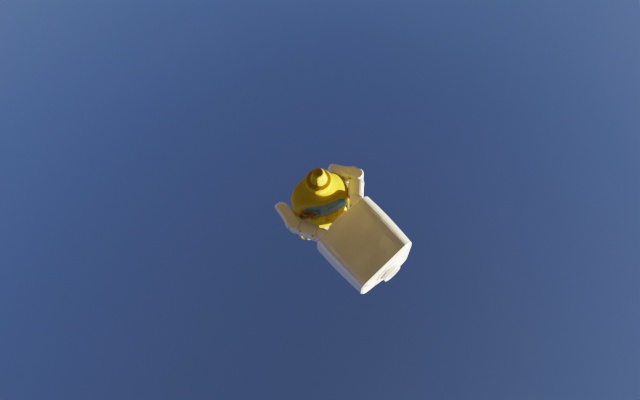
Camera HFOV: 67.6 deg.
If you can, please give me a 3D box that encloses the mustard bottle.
[{"bbox_3d":[0.000,0.002,0.801,0.096,0.058,0.192,-15,-27,-5],"label":"mustard bottle"}]
